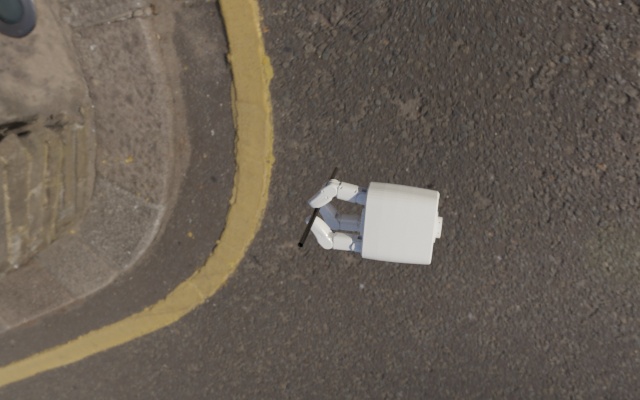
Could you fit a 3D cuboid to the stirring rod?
[{"bbox_3d":[0.000,0.002,0.772,0.011,0.011,0.239,0,30,16],"label":"stirring rod"}]
